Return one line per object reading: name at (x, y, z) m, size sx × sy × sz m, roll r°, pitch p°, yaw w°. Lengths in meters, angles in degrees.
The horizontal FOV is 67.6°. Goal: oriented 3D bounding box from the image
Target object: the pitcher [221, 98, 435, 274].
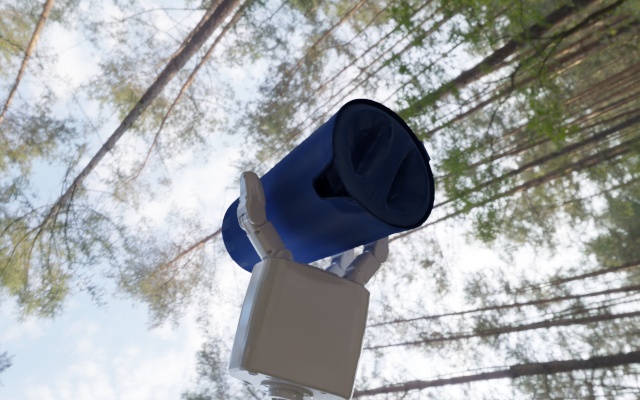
pitcher at (0.000, 0.002, 0.530) m, size 0.149 × 0.145 × 0.243 m, roll 29°, pitch -37°, yaw -27°
